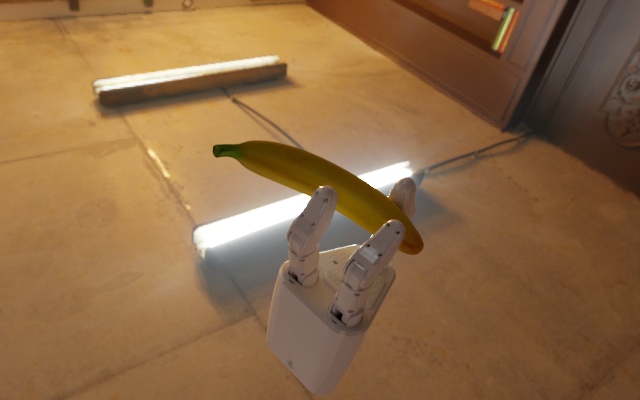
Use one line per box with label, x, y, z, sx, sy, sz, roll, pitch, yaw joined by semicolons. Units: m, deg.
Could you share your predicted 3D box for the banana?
banana;0.003;-0.009;0.431;0.198;0.037;0.069;24;35;6
